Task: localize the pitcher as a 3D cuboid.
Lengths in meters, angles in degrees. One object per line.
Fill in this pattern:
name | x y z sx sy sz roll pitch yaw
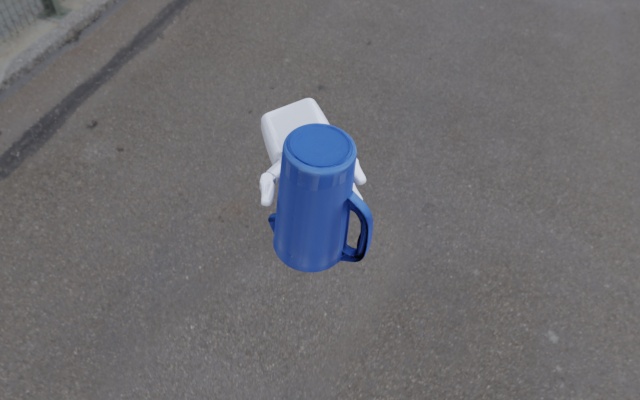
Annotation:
pitcher | 0.000 0.002 0.769 0.149 0.145 0.243 -10 -38 -14
